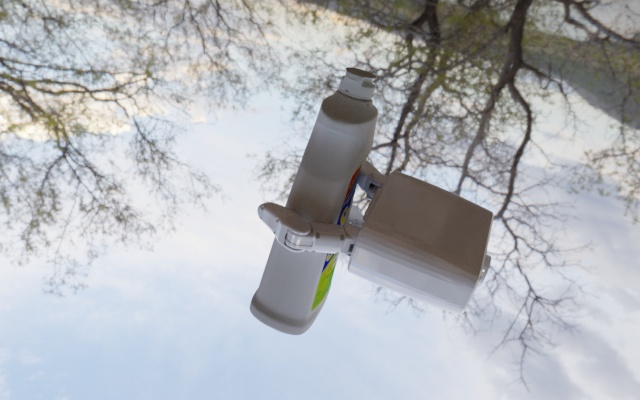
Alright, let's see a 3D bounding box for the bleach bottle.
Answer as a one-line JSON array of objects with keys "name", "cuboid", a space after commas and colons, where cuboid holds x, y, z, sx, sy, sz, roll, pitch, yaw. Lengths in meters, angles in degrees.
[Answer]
[{"name": "bleach bottle", "cuboid": [0.000, 0.001, 0.456, 0.068, 0.251, 0.102, 22, 27, 12]}]
